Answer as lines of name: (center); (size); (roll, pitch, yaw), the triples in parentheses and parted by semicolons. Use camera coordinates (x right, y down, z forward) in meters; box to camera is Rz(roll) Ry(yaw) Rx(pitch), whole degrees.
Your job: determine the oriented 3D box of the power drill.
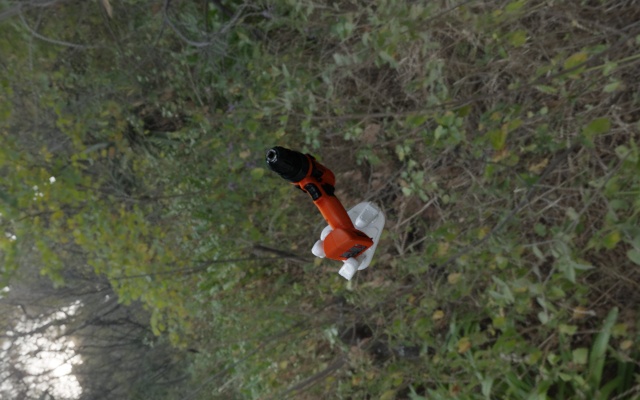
power drill: (0.000, 0.003, 0.763); (0.057, 0.187, 0.184); (-37, -25, 19)
